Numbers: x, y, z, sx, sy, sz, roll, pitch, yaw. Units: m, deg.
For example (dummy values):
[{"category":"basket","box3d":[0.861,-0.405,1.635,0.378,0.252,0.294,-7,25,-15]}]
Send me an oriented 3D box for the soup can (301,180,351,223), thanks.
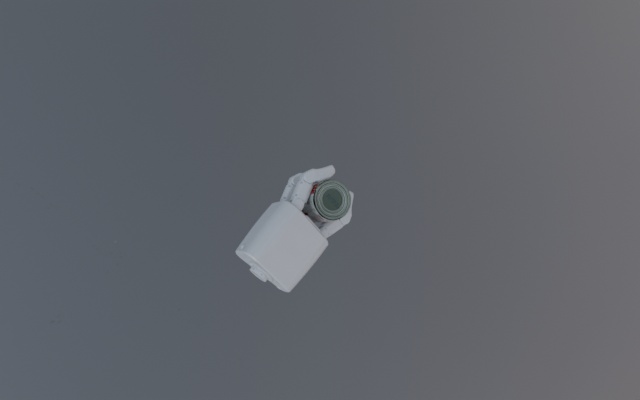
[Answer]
[{"category":"soup can","box3d":[0.001,0.002,0.810,0.068,0.068,0.102,0,-4,-23]}]
